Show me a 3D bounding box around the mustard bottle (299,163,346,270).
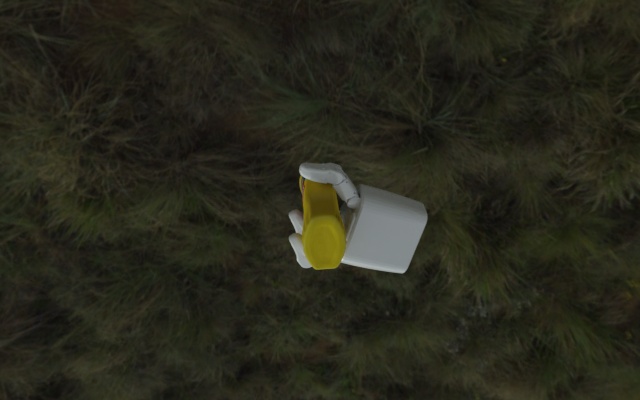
[{"bbox_3d":[0.000,0.002,0.694,0.058,0.096,0.191,-6,37,0],"label":"mustard bottle"}]
